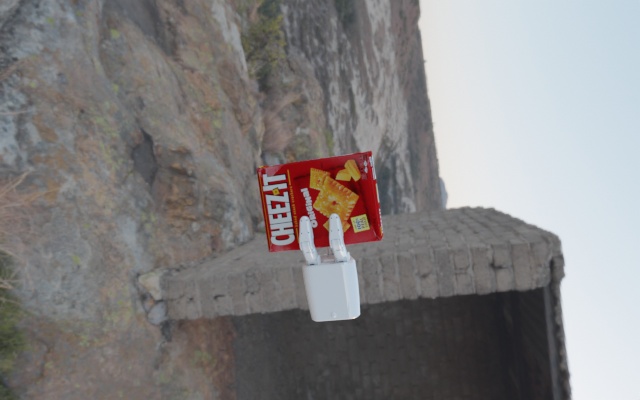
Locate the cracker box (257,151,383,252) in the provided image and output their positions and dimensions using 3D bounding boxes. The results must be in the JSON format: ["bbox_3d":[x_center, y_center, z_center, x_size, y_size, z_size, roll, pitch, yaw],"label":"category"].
[{"bbox_3d":[0.000,0.003,0.890,0.214,0.164,0.072,-7,4,11],"label":"cracker box"}]
